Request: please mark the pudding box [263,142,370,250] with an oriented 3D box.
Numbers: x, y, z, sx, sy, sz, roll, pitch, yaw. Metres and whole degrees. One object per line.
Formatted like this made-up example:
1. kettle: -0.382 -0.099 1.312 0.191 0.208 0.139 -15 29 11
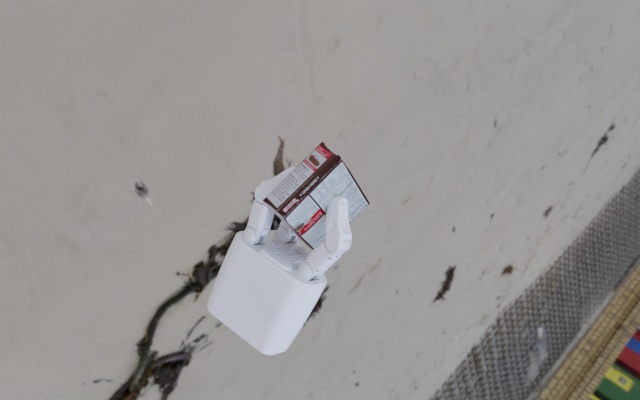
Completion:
1. pudding box: 0.000 0.002 0.534 0.039 0.090 0.113 41 -6 32
